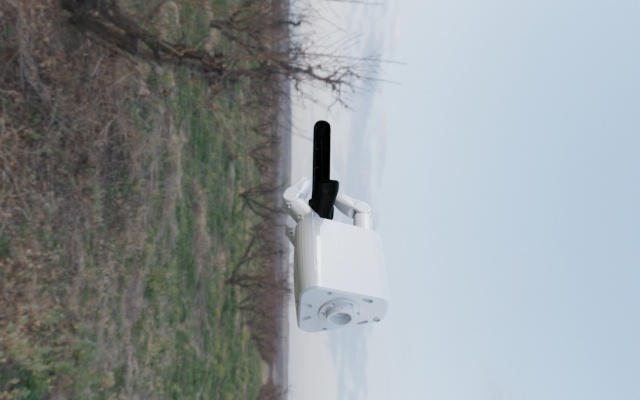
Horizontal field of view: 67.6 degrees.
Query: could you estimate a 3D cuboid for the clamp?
[{"bbox_3d":[0.001,0.003,0.680,0.036,0.210,0.164,2,43,-4],"label":"clamp"}]
